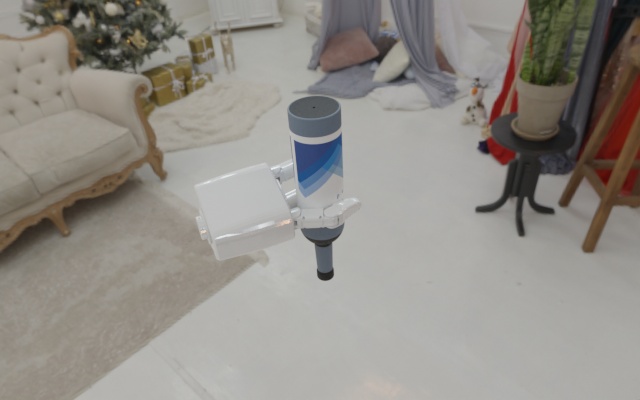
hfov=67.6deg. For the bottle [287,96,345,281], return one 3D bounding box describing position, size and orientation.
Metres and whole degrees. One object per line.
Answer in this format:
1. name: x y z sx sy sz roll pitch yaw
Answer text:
1. bottle: 0.000 0.002 0.675 0.069 0.296 0.069 -3 37 2
